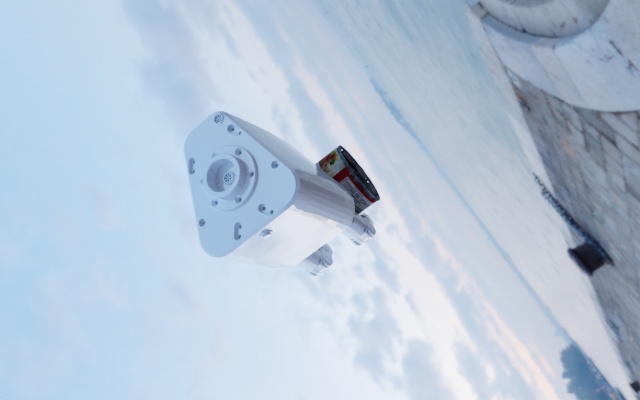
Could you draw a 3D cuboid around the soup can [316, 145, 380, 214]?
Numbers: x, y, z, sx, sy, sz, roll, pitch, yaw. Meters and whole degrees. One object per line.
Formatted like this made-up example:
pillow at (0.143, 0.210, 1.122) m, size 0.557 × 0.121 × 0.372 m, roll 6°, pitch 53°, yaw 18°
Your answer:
soup can at (0.000, 0.002, 0.486) m, size 0.102 × 0.068 × 0.068 m, roll -37°, pitch -10°, yaw 13°
